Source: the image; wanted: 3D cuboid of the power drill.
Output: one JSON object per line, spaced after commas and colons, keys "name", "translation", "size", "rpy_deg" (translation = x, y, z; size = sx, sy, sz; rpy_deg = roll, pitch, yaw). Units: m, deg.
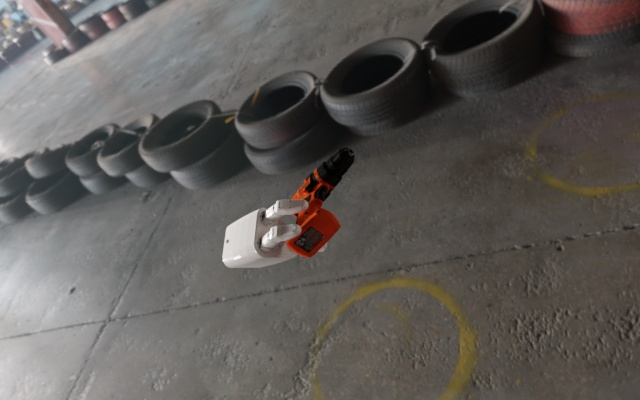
{"name": "power drill", "translation": [0.000, 0.003, 0.891], "size": [0.057, 0.184, 0.187], "rpy_deg": [33, 29, -16]}
